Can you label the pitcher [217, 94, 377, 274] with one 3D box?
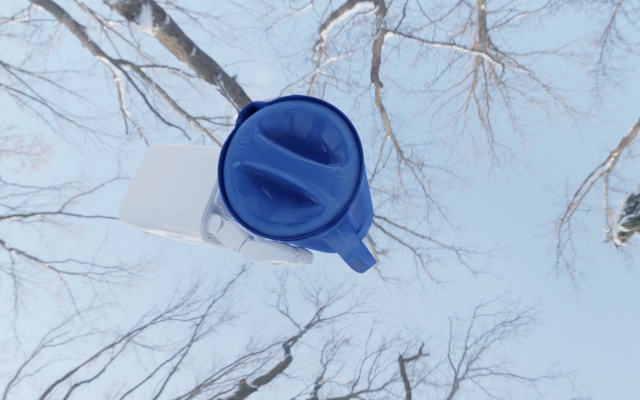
[{"bbox_3d":[0.000,0.002,0.523,0.145,0.149,0.243,5,-11,13],"label":"pitcher"}]
